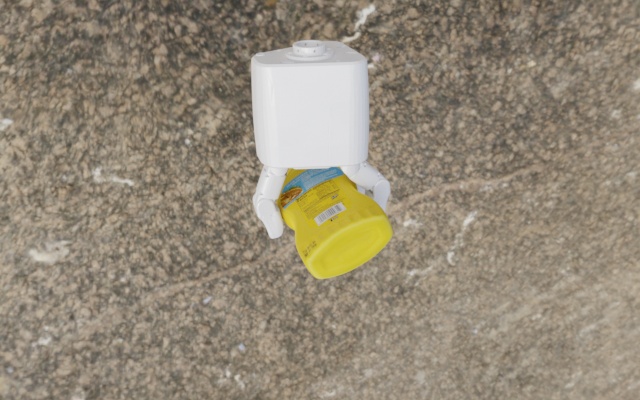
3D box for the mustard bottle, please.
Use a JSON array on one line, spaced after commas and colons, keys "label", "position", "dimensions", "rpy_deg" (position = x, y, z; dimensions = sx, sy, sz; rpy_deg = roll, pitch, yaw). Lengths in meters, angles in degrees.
[{"label": "mustard bottle", "position": [0.000, 0.002, 0.549], "dimensions": [0.096, 0.058, 0.191], "rpy_deg": [-32, 36, -1]}]
